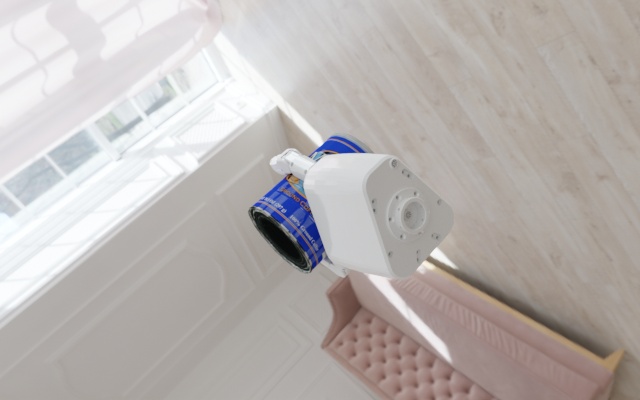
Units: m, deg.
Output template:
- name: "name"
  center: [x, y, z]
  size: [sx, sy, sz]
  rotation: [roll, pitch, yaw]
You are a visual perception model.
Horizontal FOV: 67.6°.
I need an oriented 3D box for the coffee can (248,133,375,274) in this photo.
- name: "coffee can"
  center: [0.000, 0.002, 0.567]
  size: [0.140, 0.103, 0.103]
  rotation: [-43, 18, -20]
